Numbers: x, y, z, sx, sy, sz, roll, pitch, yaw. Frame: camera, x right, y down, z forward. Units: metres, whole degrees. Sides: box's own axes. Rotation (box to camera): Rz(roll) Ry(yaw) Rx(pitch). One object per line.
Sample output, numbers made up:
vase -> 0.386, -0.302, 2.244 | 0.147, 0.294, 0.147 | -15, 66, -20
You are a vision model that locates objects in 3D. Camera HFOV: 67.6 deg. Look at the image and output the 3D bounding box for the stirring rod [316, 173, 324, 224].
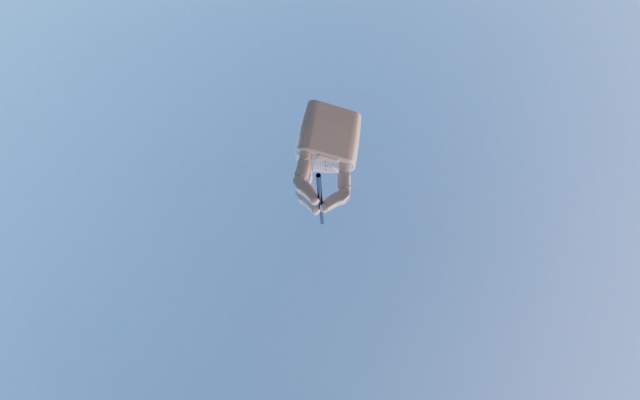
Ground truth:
stirring rod -> 0.000, 0.003, 0.837 | 0.011, 0.011, 0.240 | 0, -20, 2
